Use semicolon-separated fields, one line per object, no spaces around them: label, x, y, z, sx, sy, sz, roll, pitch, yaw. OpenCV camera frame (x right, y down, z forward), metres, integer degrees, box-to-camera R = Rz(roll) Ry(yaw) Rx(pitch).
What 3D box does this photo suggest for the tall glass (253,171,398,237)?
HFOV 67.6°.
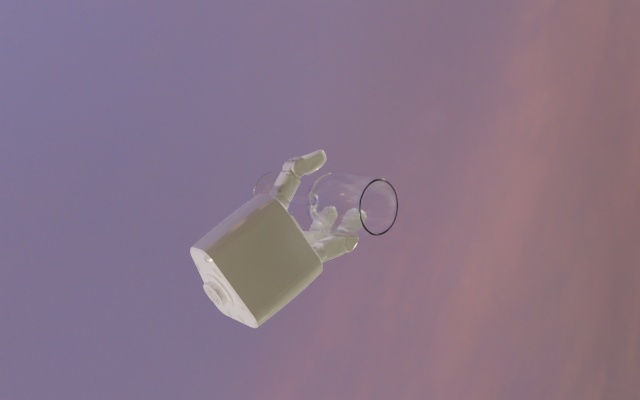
tall glass;0.000;0.002;0.592;0.079;0.079;0.201;0;3;-40
